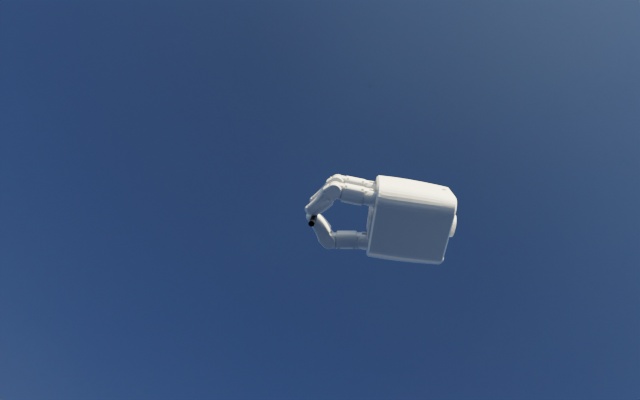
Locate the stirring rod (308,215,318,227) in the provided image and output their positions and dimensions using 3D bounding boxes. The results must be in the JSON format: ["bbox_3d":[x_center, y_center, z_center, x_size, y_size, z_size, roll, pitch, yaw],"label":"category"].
[{"bbox_3d":[0.000,0.002,0.736,0.011,0.011,0.239,0,13,6],"label":"stirring rod"}]
